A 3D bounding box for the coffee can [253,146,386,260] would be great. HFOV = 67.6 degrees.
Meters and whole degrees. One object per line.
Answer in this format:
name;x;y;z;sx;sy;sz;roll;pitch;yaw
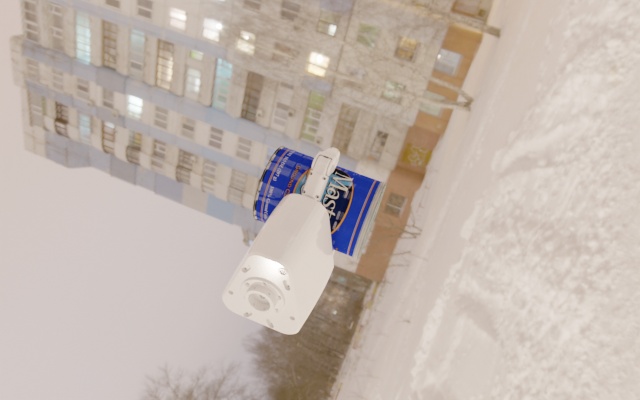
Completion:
coffee can;0.000;0.002;0.605;0.140;0.103;0.103;21;3;9
